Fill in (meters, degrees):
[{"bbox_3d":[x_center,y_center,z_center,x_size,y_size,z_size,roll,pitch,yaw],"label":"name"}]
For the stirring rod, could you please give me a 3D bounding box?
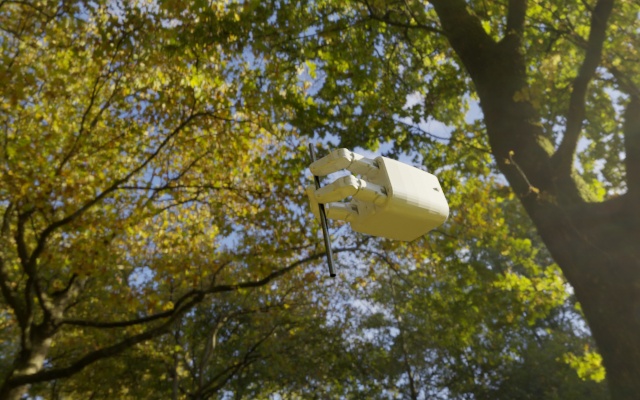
[{"bbox_3d":[0.000,0.002,0.650,0.011,0.239,0.011,-5,-43,-5],"label":"stirring rod"}]
